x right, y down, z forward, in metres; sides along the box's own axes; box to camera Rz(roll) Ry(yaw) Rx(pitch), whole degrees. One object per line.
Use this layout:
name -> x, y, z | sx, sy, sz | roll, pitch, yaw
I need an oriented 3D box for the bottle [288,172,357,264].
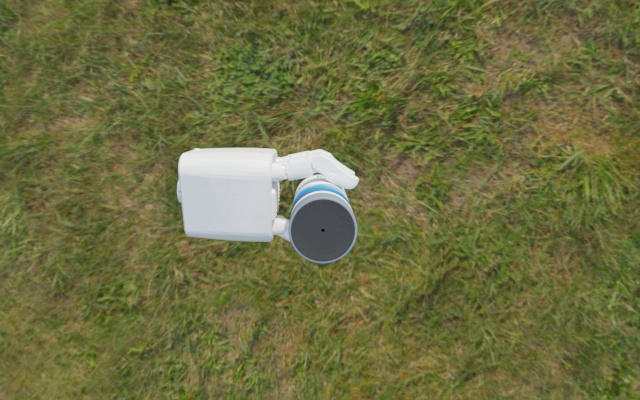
bottle -> 0.000, 0.002, 0.602 | 0.069, 0.069, 0.295 | 0, 11, -1
